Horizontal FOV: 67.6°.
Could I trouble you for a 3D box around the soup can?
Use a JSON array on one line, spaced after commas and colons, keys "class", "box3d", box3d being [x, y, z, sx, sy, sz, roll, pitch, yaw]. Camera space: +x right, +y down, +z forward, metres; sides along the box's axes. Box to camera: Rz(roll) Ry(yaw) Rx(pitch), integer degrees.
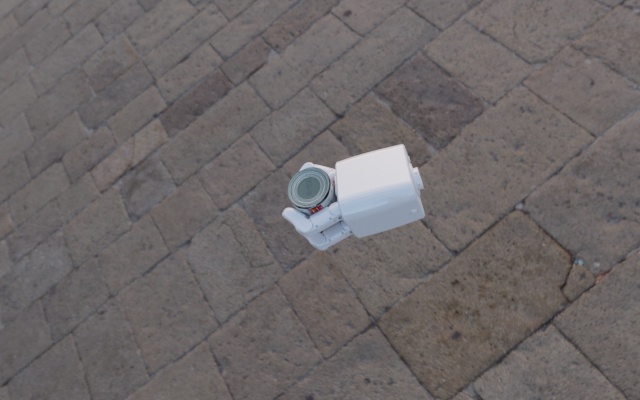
[{"class": "soup can", "box3d": [0.000, 0.002, 0.720, 0.068, 0.068, 0.102, 0, -25, 22]}]
